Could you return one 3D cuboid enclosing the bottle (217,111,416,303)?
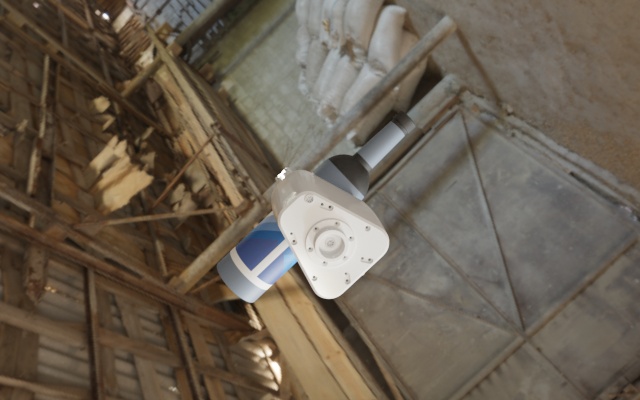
[{"bbox_3d":[0.000,0.002,0.589,0.296,0.069,0.069,-44,-4,4],"label":"bottle"}]
